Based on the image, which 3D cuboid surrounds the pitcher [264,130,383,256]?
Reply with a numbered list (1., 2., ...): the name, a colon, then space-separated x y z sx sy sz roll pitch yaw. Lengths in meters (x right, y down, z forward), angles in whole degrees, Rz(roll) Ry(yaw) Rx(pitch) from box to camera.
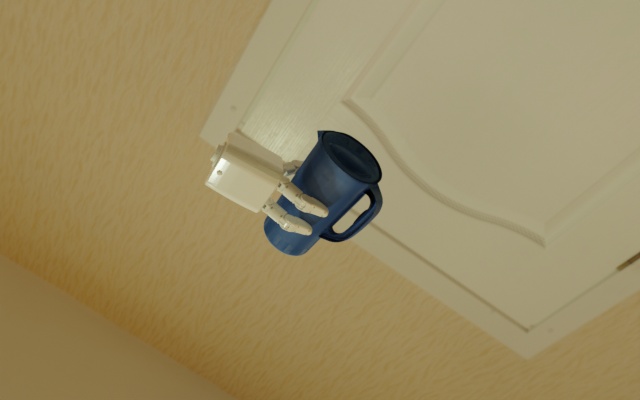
1. pitcher: 0.000 0.003 0.896 0.145 0.243 0.149 27 34 -20
